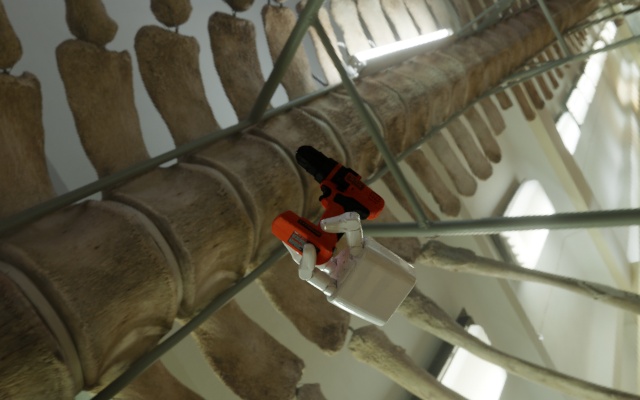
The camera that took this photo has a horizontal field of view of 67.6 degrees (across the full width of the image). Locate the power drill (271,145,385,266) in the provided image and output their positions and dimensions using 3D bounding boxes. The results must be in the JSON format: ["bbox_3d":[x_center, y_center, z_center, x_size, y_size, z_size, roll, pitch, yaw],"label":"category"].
[{"bbox_3d":[0.000,0.003,0.795,0.187,0.184,0.057,-50,-6,-41],"label":"power drill"}]
